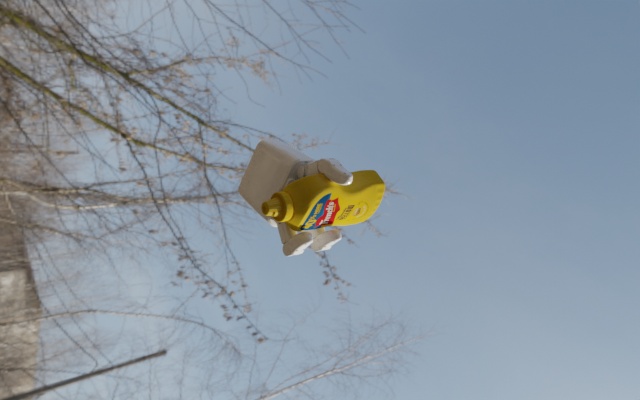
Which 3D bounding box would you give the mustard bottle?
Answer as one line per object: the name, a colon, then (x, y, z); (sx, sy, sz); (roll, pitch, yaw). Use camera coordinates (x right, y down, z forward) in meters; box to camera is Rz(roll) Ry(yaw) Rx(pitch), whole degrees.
mustard bottle: (0.000, 0.002, 0.690); (0.191, 0.058, 0.096); (-6, -38, -38)
